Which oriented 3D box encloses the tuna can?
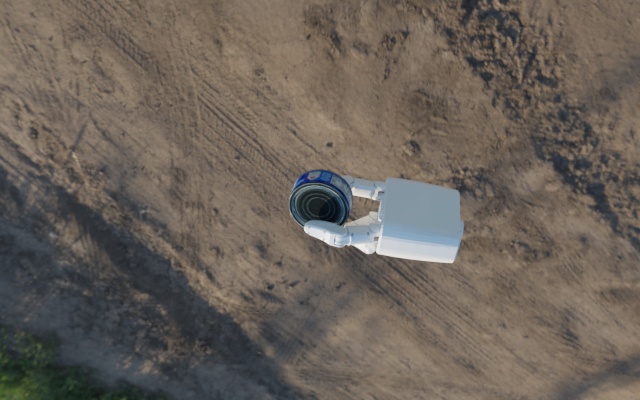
[{"bbox_3d":[0.000,0.002,0.653,0.086,0.086,0.033,0,34,14],"label":"tuna can"}]
